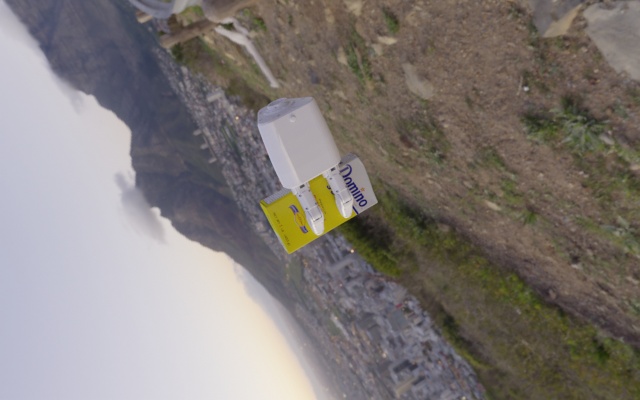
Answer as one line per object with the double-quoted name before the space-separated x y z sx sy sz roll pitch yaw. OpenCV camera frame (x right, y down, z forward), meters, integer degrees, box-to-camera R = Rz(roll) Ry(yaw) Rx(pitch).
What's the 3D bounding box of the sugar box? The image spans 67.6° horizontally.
"sugar box" 0.000 0.003 0.782 0.176 0.093 0.048 -29 23 -11
